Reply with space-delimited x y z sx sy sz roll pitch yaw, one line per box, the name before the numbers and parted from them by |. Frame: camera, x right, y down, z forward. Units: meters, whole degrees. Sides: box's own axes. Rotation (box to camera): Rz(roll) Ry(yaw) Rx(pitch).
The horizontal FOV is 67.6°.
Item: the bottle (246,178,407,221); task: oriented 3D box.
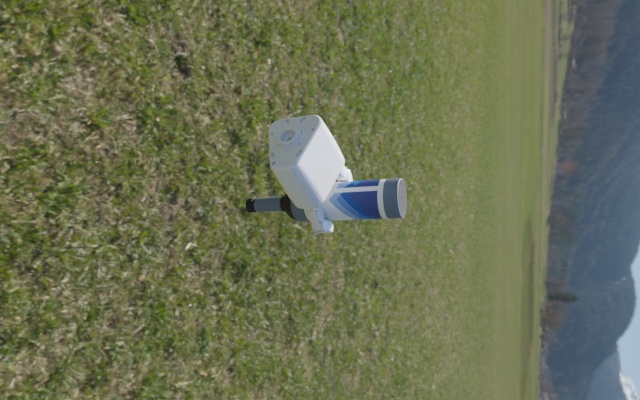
bottle | 0.000 0.003 0.846 0.296 0.069 0.069 -3 -1 23
